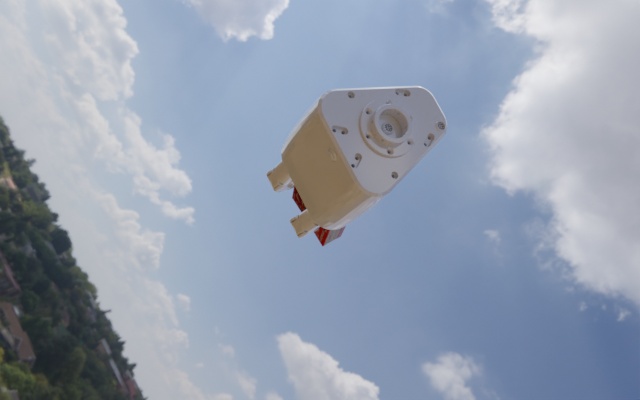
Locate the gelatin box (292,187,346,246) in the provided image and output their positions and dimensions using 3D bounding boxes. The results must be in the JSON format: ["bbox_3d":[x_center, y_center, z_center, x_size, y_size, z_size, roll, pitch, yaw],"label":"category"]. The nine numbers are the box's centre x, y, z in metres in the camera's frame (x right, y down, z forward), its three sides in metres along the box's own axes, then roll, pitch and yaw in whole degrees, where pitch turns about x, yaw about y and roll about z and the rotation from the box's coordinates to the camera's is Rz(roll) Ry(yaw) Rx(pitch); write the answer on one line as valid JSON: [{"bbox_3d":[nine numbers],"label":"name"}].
[{"bbox_3d":[0.000,0.002,0.537,0.030,0.073,0.089,-27,-18,-19],"label":"gelatin box"}]
